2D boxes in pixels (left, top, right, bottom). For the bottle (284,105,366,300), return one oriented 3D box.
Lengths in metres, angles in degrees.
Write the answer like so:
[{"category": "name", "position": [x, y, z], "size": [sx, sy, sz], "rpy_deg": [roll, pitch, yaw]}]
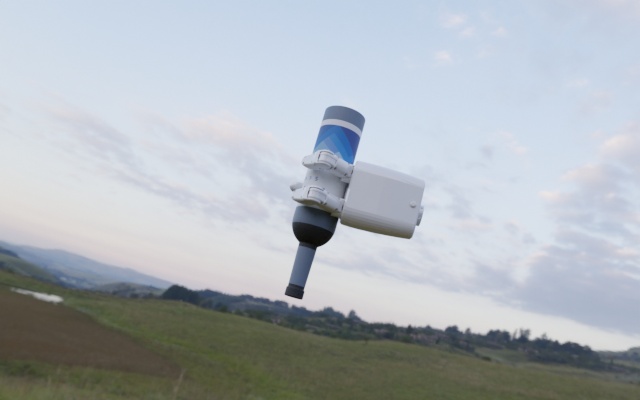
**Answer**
[{"category": "bottle", "position": [0.000, 0.002, 0.723], "size": [0.069, 0.295, 0.069], "rpy_deg": [15, -14, 4]}]
